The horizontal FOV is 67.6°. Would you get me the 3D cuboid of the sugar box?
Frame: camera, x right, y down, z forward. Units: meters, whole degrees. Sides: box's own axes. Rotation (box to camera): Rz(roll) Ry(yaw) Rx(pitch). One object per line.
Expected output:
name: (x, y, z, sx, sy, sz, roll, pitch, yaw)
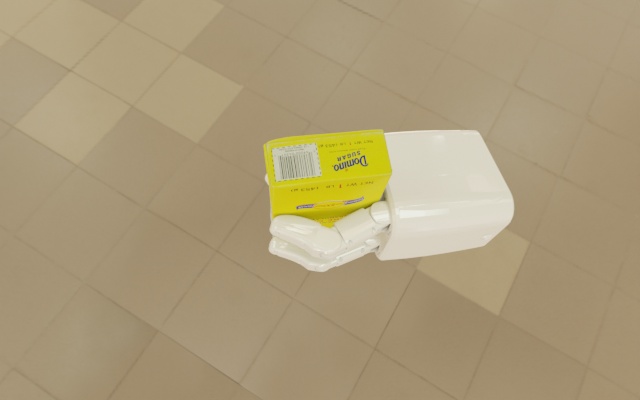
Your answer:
sugar box: (0.000, 0.002, 0.431, 0.093, 0.048, 0.176, -6, -24, -6)
